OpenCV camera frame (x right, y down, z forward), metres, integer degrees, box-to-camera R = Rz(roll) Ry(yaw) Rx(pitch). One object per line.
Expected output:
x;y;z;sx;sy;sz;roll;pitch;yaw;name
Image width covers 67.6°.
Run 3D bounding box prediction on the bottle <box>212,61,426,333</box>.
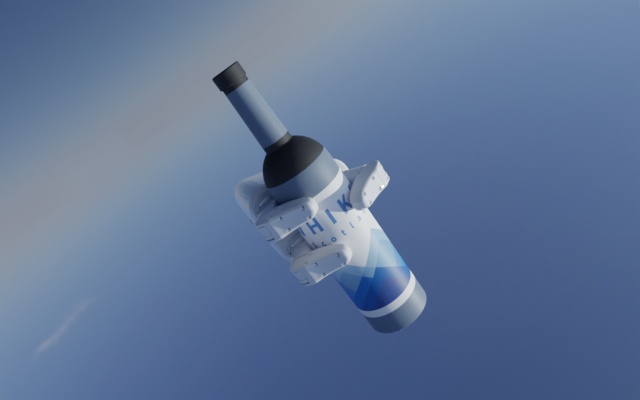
0.000;0.002;0.454;0.069;0.296;0.069;-32;19;12;bottle
